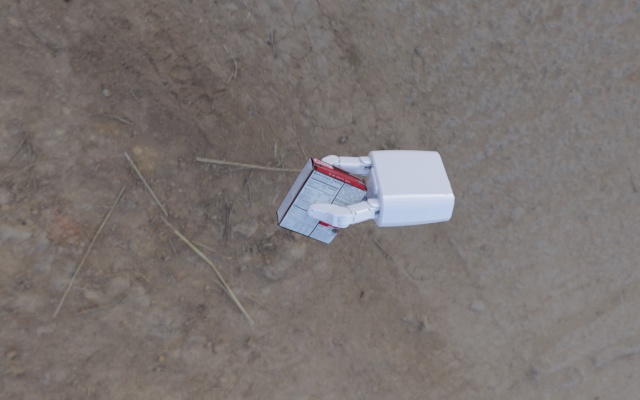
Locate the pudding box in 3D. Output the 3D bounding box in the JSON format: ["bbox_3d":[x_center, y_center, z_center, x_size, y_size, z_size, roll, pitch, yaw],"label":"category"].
[{"bbox_3d":[0.000,0.002,0.685,0.090,0.113,0.039,23,29,-20],"label":"pudding box"}]
